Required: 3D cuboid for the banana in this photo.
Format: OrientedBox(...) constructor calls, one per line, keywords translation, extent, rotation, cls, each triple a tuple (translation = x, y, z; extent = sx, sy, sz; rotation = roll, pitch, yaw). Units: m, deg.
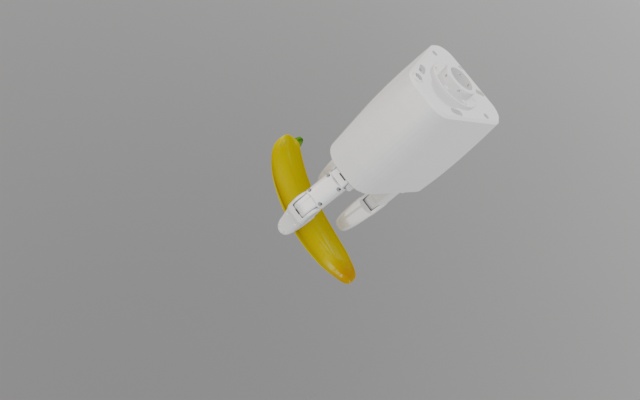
OrientedBox(translation=(-0.015, -0.003, 0.514), extent=(0.069, 0.197, 0.037), rotation=(7, -37, -40), cls="banana")
